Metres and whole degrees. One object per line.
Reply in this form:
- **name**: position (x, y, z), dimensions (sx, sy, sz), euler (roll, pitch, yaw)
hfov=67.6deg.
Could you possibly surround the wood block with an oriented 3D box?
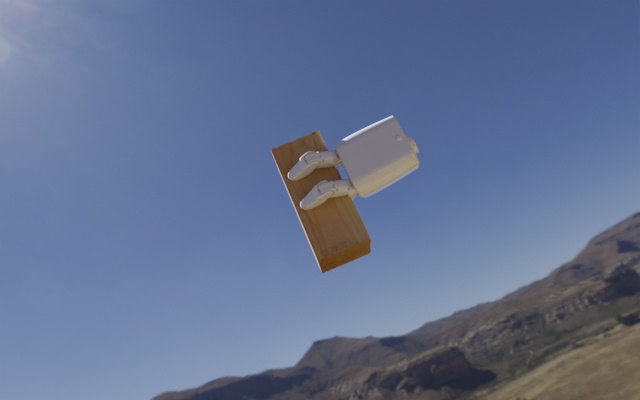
- **wood block**: position (0.000, 0.002, 0.794), dimensions (0.090, 0.206, 0.091), euler (-23, -22, -3)
